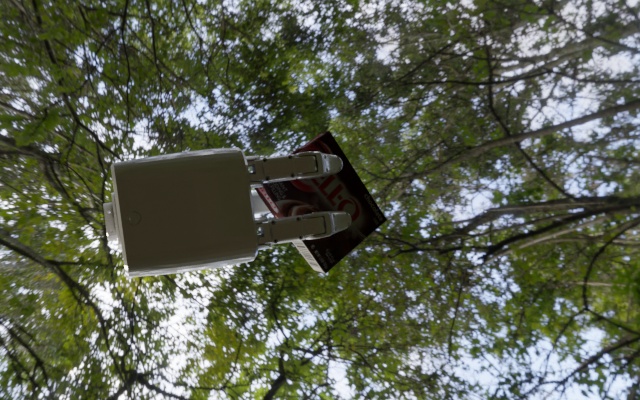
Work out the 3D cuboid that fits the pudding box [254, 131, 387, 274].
[{"bbox_3d":[0.000,0.002,0.478,0.090,0.113,0.039,-38,13,-21],"label":"pudding box"}]
